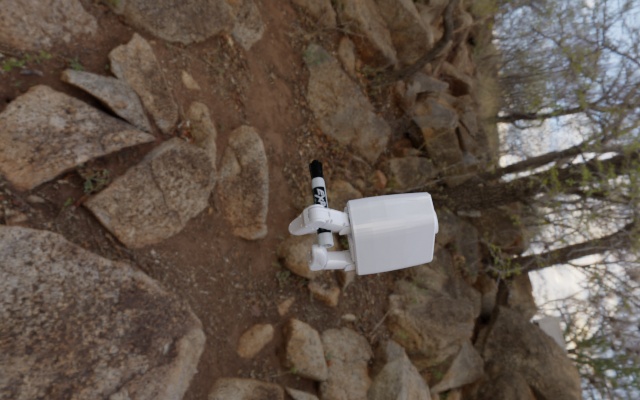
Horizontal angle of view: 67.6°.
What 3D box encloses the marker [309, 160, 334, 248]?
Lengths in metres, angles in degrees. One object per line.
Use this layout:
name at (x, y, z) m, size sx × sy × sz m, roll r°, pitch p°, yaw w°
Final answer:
marker at (0.000, 0.002, 0.618) m, size 0.020 × 0.121 × 0.020 m, roll -6°, pitch -24°, yaw -3°
